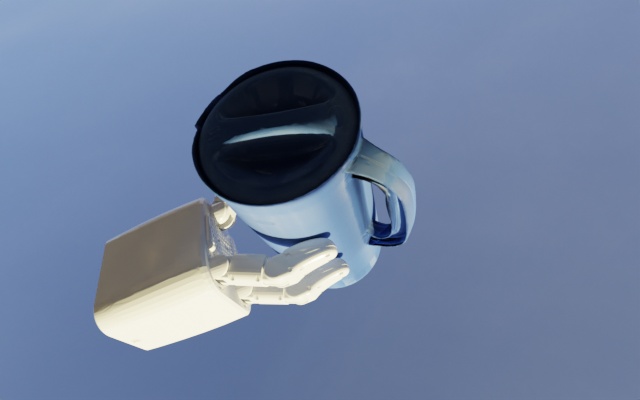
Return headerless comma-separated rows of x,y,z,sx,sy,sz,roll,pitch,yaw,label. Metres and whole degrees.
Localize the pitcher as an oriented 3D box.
0.000,0.002,0.450,0.145,0.149,0.243,-24,-31,2,pitcher
